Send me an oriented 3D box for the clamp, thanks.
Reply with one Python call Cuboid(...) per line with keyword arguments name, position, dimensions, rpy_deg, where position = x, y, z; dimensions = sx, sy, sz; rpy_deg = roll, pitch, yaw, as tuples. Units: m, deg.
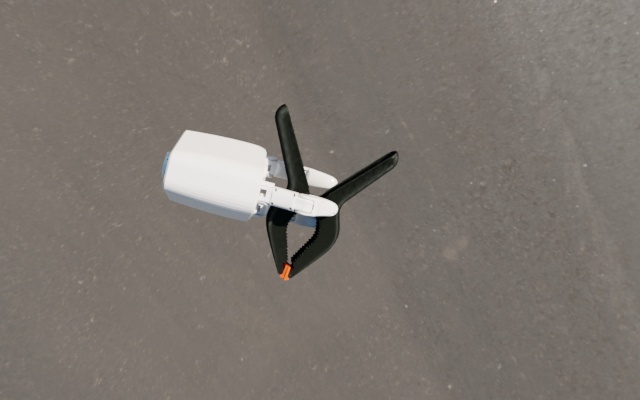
Cuboid(name="clamp", position=(0.000, 0.003, 0.600), dimensions=(0.164, 0.210, 0.036), rpy_deg=(14, 6, -10))
